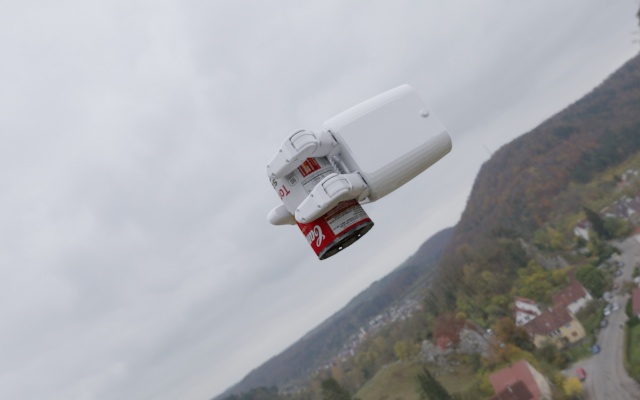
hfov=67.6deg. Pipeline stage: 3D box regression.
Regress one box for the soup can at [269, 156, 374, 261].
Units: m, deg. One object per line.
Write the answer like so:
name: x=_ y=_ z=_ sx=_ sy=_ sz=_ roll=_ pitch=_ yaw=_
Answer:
soup can: x=-0.001 y=0.002 z=0.499 sx=0.068 sy=0.102 sz=0.068 roll=-31 pitch=-14 yaw=-9
